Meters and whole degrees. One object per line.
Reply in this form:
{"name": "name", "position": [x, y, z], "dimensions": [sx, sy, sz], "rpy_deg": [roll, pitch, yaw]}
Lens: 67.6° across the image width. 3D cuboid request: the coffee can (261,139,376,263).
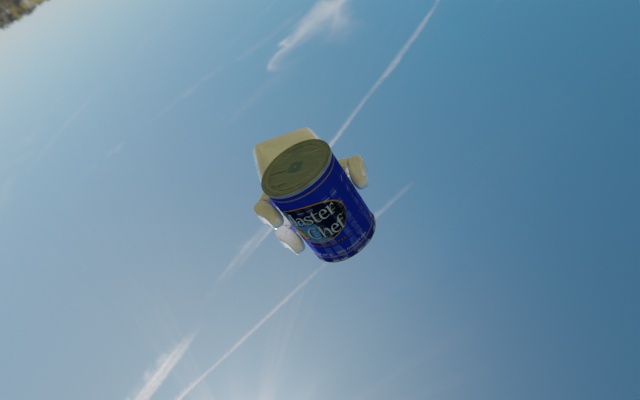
{"name": "coffee can", "position": [0.000, 0.002, 0.649], "dimensions": [0.103, 0.102, 0.140], "rpy_deg": [0, -42, 40]}
